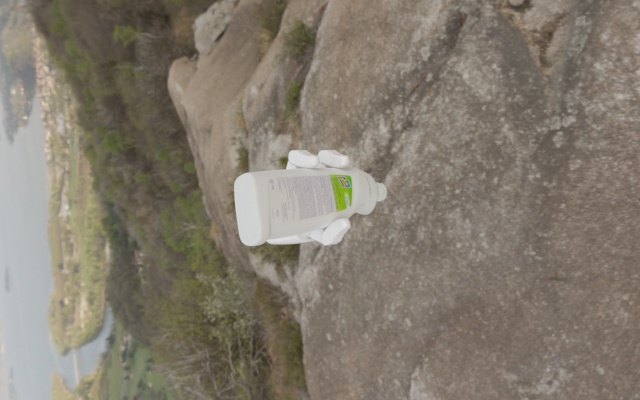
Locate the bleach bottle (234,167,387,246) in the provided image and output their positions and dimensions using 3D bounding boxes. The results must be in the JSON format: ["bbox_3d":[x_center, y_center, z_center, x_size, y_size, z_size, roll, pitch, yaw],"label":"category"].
[{"bbox_3d":[0.000,0.002,0.714,0.251,0.102,0.068,-5,-5,-36],"label":"bleach bottle"}]
